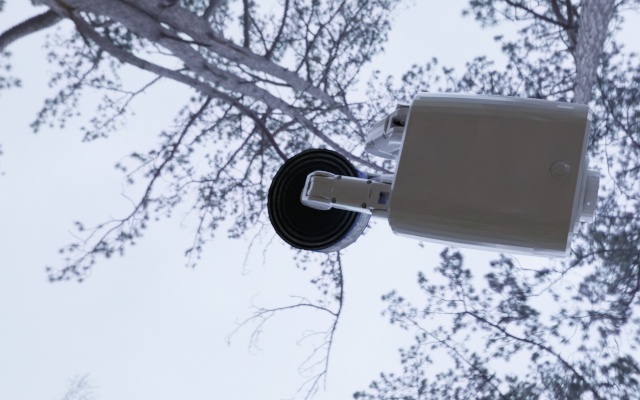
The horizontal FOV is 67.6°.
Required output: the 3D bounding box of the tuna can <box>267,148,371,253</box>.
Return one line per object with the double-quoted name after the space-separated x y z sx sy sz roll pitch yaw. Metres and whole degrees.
0.000 0.001 0.404 0.086 0.086 0.034 0 -11 24 "tuna can"
